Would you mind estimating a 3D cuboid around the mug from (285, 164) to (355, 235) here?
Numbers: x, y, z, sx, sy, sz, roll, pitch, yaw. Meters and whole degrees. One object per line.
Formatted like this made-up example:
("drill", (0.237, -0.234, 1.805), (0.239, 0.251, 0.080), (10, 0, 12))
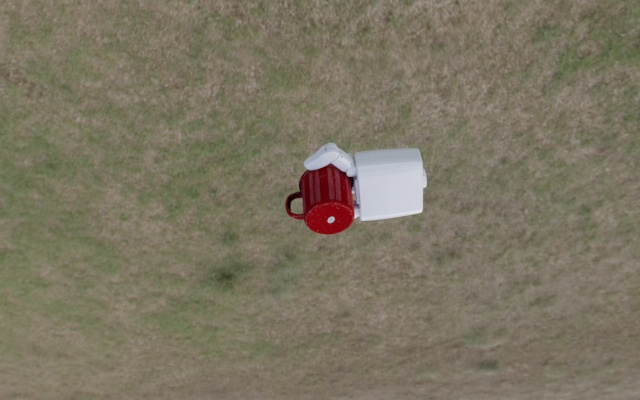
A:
("mug", (-0.001, 0.003, 0.777), (0.117, 0.081, 0.093), (-7, -43, 3))
